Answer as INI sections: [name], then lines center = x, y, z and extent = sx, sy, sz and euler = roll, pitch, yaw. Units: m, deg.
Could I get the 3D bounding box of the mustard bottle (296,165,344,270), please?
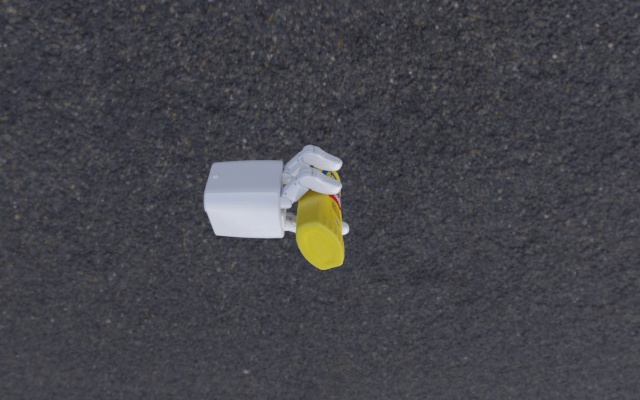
[mustard bottle]
center = 0.000, 0.002, 0.709
extent = 0.058, 0.096, 0.191
euler = -18, 38, 15
